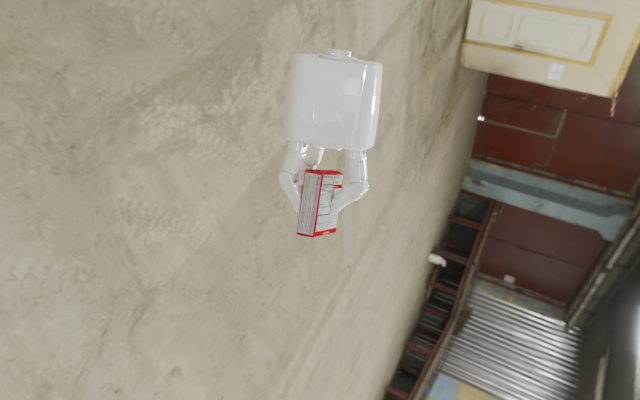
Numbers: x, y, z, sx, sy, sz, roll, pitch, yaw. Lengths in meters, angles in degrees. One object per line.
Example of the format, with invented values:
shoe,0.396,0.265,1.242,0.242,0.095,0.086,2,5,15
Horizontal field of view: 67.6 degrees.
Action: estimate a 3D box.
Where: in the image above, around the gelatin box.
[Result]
gelatin box,0.000,0.003,0.651,0.030,0.089,0.073,10,6,24
